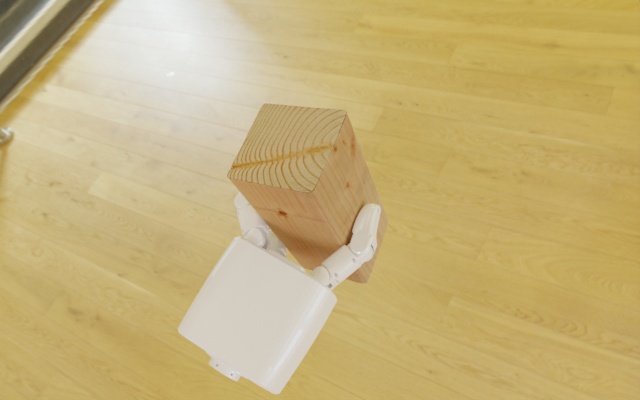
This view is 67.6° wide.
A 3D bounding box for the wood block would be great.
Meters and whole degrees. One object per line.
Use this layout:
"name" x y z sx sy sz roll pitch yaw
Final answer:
"wood block" 0.000 0.002 0.507 0.091 0.090 0.206 11 -26 25
